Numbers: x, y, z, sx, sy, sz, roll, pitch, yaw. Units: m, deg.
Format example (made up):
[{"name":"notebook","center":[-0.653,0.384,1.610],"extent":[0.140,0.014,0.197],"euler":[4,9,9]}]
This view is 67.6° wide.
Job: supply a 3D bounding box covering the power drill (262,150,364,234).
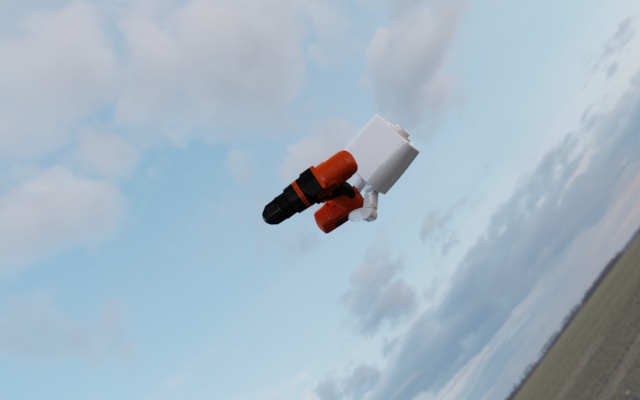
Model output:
[{"name":"power drill","center":[0.000,0.003,0.863],"extent":[0.184,0.057,0.188],"euler":[-33,-23,4]}]
